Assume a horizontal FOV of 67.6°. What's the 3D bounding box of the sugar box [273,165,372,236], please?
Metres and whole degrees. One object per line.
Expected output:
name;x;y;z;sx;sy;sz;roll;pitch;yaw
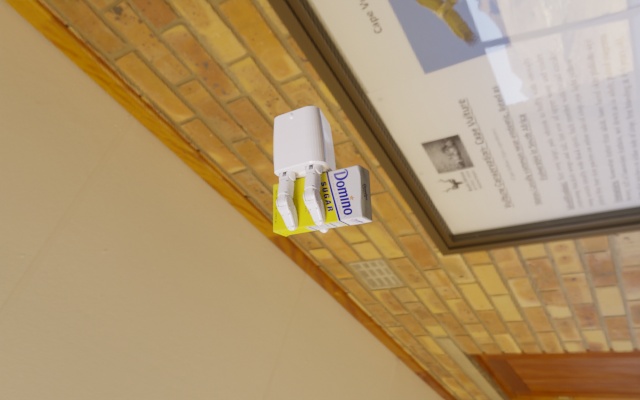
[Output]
sugar box;0.000;0.002;0.828;0.176;0.093;0.048;-13;-20;31
